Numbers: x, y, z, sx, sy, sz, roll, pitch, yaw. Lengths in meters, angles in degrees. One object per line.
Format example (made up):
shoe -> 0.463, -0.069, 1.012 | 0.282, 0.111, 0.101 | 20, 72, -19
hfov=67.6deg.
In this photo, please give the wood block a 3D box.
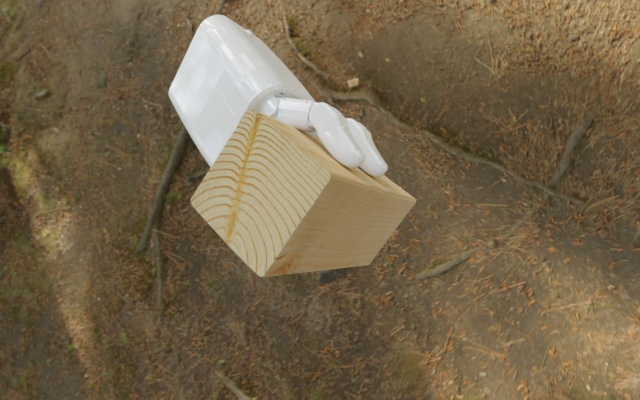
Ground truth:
wood block -> 0.000, 0.001, 0.429 | 0.090, 0.091, 0.206 | 41, 14, 24
